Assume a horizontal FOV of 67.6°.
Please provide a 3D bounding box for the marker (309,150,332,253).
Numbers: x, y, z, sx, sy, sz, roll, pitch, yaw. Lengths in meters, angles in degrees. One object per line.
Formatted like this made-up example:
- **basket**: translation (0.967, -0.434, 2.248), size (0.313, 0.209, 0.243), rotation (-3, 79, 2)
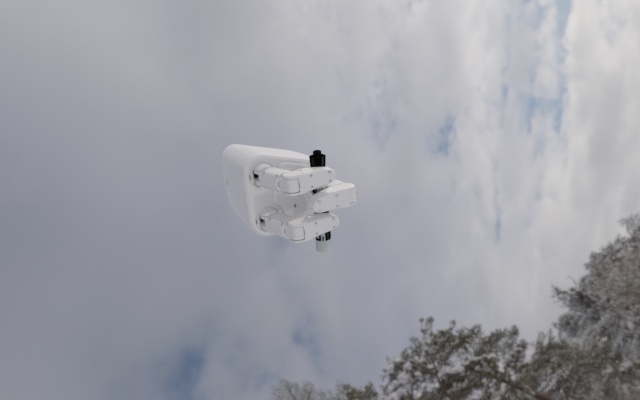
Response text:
- **marker**: translation (0.000, 0.002, 0.546), size (0.020, 0.121, 0.020), rotation (-4, 20, 1)
